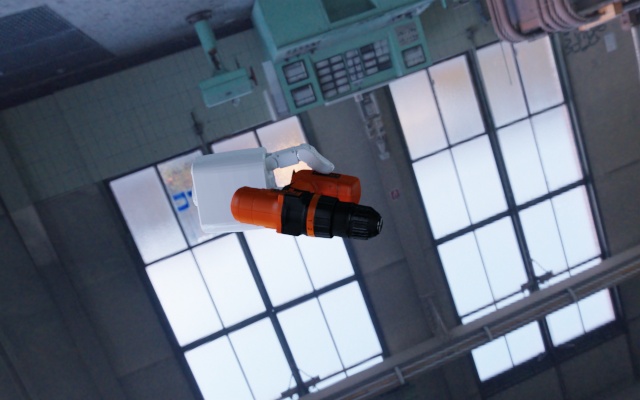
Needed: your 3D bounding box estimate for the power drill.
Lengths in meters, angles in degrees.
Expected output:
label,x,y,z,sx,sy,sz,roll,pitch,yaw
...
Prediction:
label,x,y,z,sx,sy,sz,roll,pitch,yaw
power drill,0.000,0.002,0.628,0.184,0.057,0.187,10,12,14
